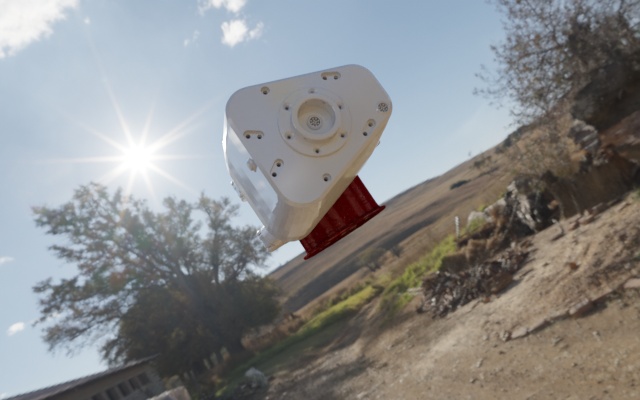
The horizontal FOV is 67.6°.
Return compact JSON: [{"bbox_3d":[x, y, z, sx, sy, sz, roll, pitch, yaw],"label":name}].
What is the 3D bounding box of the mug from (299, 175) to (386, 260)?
[{"bbox_3d":[0.000,0.002,0.473,0.093,0.081,0.117,-31,-8,-16],"label":"mug"}]
